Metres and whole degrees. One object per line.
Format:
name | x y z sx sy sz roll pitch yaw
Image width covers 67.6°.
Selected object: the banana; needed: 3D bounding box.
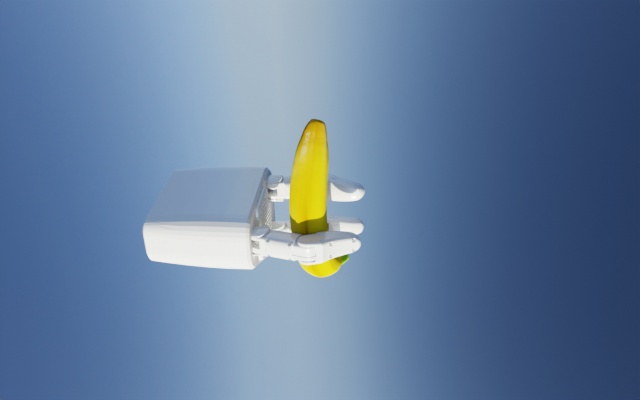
banana | -0.005 0.017 0.471 0.037 0.198 0.069 8 46 18
